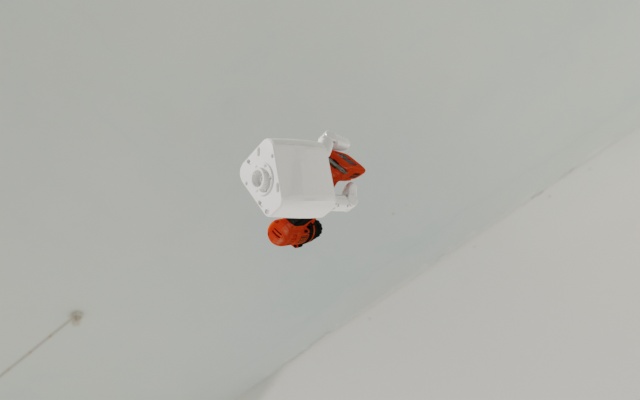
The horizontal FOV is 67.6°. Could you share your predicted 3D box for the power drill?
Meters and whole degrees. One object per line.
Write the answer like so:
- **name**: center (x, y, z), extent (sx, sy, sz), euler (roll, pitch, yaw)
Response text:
- **power drill**: center (0.000, 0.002, 0.852), extent (0.057, 0.188, 0.184), euler (39, 12, 14)
